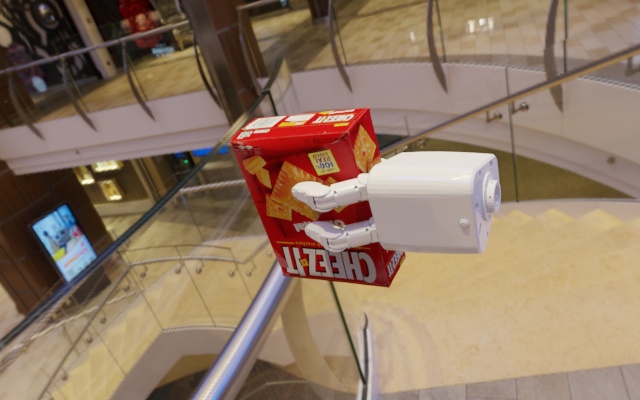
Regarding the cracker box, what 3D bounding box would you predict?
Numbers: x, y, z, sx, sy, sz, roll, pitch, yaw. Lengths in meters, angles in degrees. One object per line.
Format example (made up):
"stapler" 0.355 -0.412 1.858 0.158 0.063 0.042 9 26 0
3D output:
"cracker box" 0.000 0.002 0.590 0.164 0.214 0.072 1 33 31
